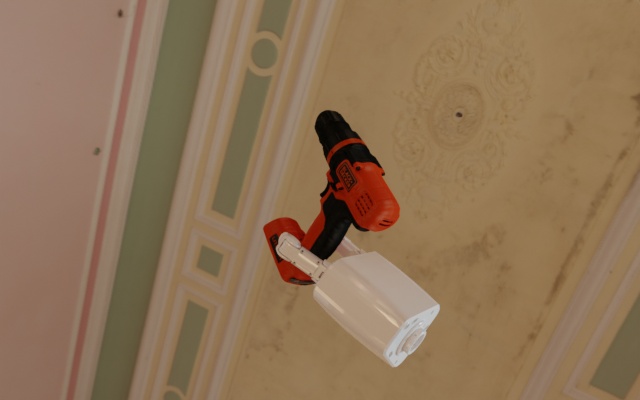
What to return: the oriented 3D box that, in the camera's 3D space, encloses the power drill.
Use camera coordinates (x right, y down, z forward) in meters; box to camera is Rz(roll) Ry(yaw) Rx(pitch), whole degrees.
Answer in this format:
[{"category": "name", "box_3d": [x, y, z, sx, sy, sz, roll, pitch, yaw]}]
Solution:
[{"category": "power drill", "box_3d": [0.000, 0.002, 0.602, 0.057, 0.184, 0.188, 10, -49, -38]}]
